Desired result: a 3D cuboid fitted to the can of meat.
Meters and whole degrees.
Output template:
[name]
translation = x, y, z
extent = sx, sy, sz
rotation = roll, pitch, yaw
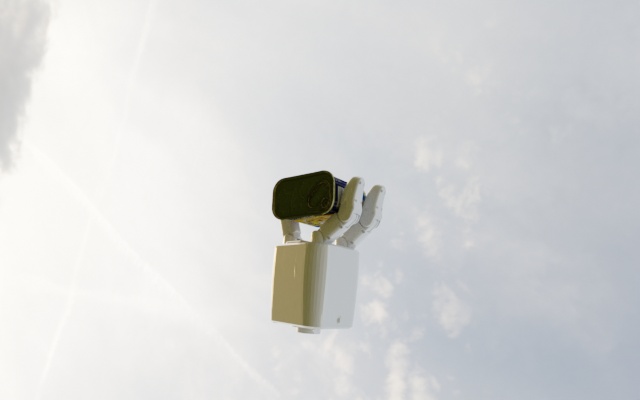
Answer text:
[can of meat]
translation = 0.000, 0.002, 0.644
extent = 0.102, 0.057, 0.084
rotation = -9, -18, 36
